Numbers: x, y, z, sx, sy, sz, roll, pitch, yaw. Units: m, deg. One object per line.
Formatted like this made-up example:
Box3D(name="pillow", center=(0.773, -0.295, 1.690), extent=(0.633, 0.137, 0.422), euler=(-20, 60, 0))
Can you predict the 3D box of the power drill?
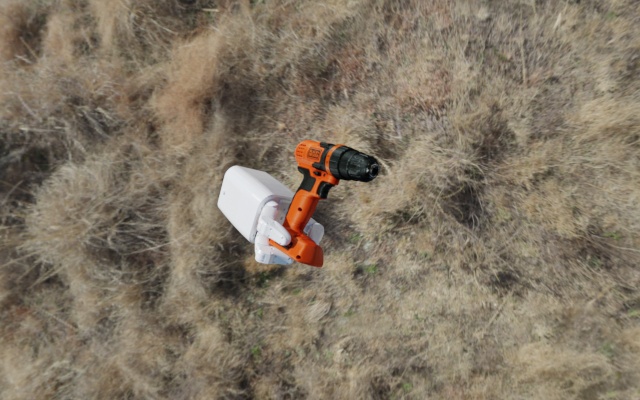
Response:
Box3D(name="power drill", center=(0.000, 0.003, 0.733), extent=(0.057, 0.187, 0.184), euler=(22, 0, -36))
